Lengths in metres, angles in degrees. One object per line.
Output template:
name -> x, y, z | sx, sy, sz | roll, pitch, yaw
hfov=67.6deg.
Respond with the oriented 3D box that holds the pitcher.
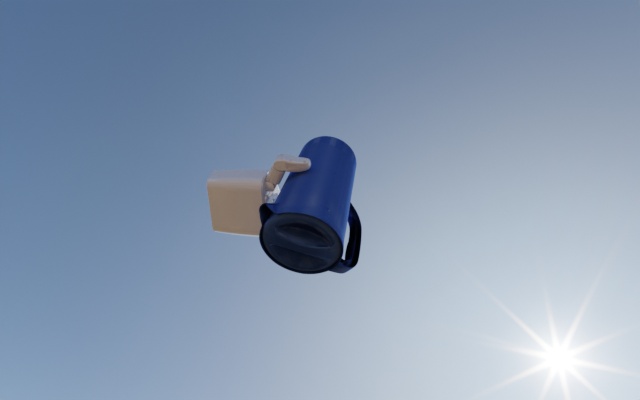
pitcher -> 0.000, 0.003, 0.818 | 0.145, 0.149, 0.242 | 3, 40, 13
